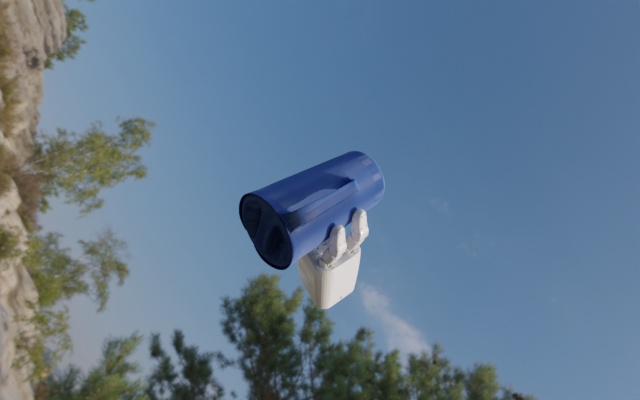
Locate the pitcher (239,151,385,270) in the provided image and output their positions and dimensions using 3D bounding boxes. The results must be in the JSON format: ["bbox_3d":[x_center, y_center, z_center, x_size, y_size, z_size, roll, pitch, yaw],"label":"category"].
[{"bbox_3d":[0.000,0.003,0.800,0.242,0.145,0.149,-29,47,-34],"label":"pitcher"}]
